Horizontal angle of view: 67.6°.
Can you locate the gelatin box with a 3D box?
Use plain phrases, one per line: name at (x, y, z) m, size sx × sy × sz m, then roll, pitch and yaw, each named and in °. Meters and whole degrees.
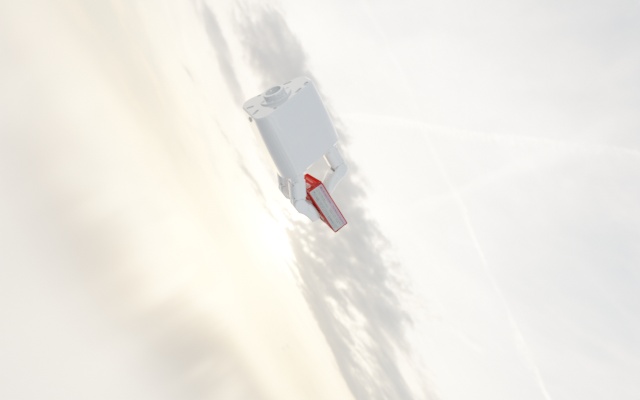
gelatin box at (0.001, 0.003, 0.781) m, size 0.030 × 0.089 × 0.073 m, roll -37°, pitch 23°, yaw -7°
